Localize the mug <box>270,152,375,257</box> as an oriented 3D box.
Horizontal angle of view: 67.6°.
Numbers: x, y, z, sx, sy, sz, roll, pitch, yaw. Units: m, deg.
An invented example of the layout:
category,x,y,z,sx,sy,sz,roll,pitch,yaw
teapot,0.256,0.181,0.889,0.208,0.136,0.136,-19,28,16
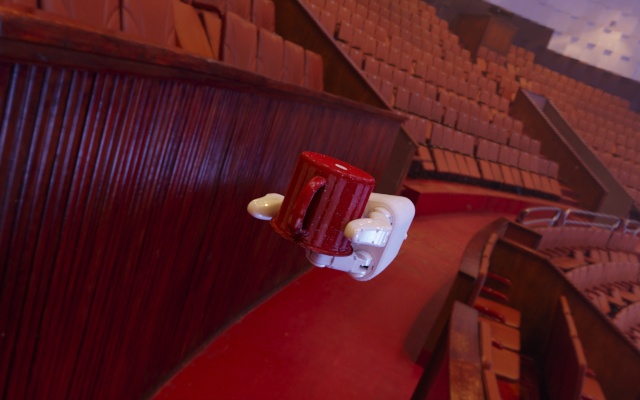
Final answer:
category,x,y,z,sx,sy,sz,roll,pitch,yaw
mug,0.000,0.001,0.477,0.093,0.081,0.117,25,13,19
